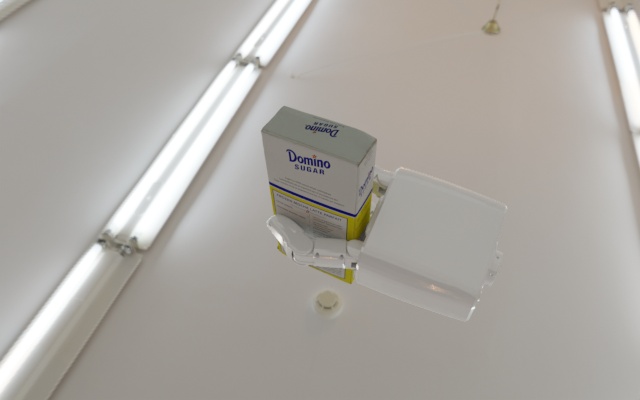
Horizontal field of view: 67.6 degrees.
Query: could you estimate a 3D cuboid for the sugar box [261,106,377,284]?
[{"bbox_3d":[0.000,0.001,0.456,0.093,0.176,0.048,22,51,18],"label":"sugar box"}]
